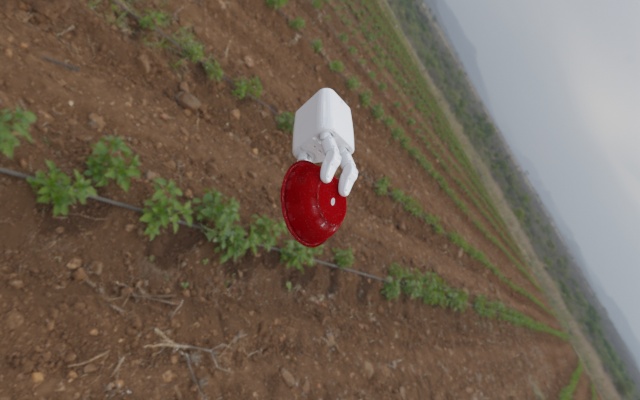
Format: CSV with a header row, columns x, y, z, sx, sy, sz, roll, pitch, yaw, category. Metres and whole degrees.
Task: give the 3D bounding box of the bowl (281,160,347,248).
x,y,z,sx,sy,sz,roll,pitch,yaw,category
0.000,0.004,0.860,0.055,0.162,0.162,-8,-5,35,bowl
